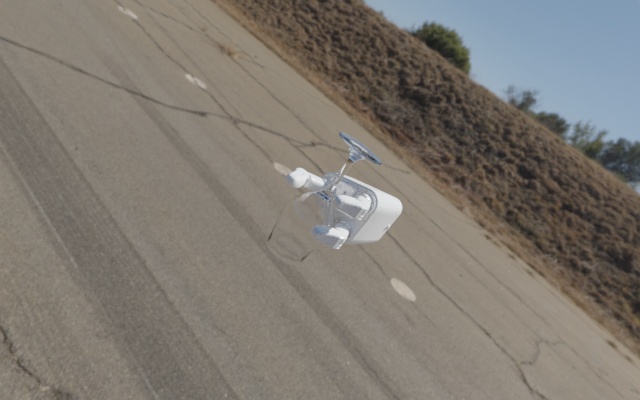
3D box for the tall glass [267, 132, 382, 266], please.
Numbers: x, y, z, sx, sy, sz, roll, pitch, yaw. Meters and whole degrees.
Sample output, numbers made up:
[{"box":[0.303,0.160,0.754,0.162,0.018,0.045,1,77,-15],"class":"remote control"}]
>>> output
[{"box":[0.000,0.002,0.701,0.079,0.201,0.079,33,17,-12],"class":"tall glass"}]
